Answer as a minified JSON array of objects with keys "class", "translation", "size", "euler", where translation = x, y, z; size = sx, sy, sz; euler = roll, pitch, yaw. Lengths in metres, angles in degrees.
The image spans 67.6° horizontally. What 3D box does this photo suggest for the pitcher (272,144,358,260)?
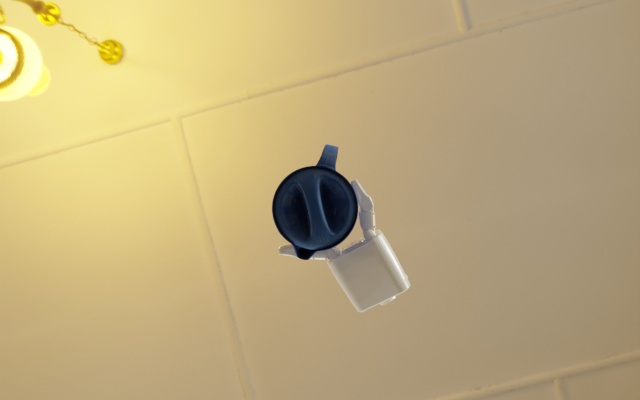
[{"class":"pitcher","translation":[0.000,0.003,0.846],"size":[0.149,0.145,0.243],"euler":[-32,-1,2]}]
